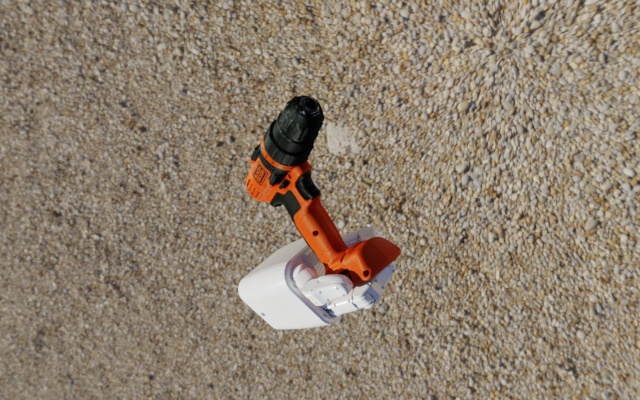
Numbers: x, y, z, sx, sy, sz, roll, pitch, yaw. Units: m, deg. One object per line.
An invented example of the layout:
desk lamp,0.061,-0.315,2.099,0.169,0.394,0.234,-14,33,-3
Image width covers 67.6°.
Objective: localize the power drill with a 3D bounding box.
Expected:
power drill,0.000,0.002,0.505,0.057,0.187,0.184,-32,-9,-29
